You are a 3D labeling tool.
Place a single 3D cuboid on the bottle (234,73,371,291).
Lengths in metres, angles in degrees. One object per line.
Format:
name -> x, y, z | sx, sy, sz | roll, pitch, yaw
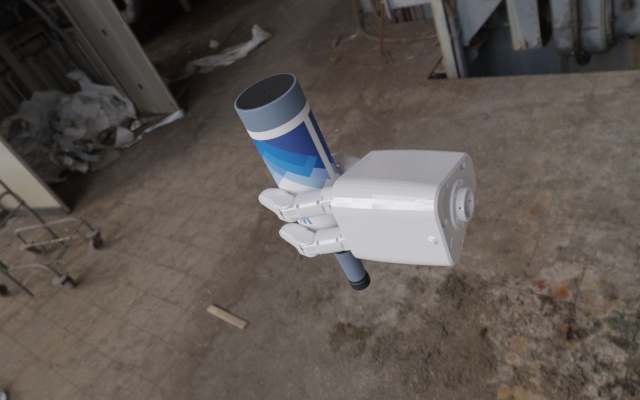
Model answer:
bottle -> 0.000, 0.002, 0.545 | 0.069, 0.296, 0.069 | -17, 37, 13
